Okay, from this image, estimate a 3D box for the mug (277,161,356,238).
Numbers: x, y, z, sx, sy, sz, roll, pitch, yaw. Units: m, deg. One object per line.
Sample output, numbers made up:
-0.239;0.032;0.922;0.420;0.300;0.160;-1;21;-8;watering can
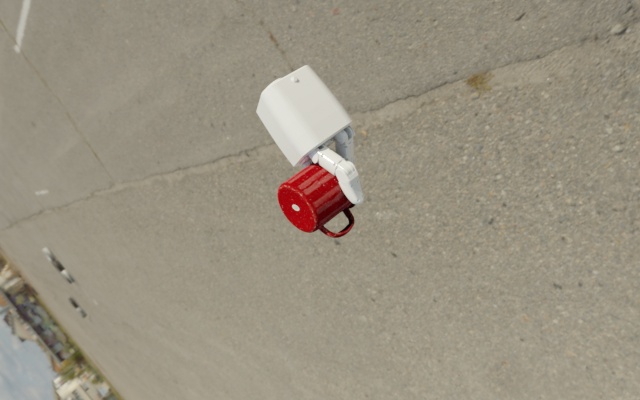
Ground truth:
0.001;0.004;0.681;0.081;0.117;0.093;-37;0;-31;mug
